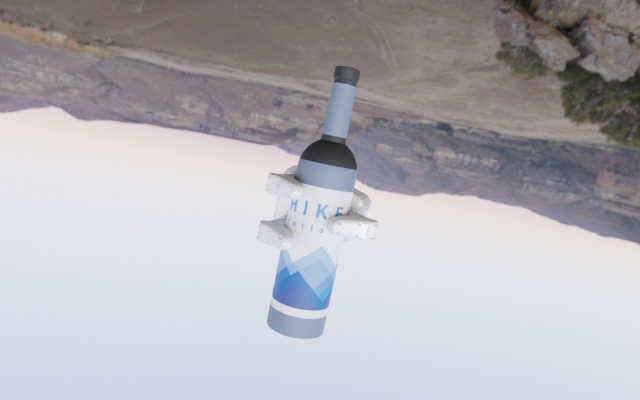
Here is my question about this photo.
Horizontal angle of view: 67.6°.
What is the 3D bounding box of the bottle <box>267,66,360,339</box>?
[{"bbox_3d":[0.000,0.002,0.530,0.069,0.296,0.069,11,7,-1],"label":"bottle"}]
